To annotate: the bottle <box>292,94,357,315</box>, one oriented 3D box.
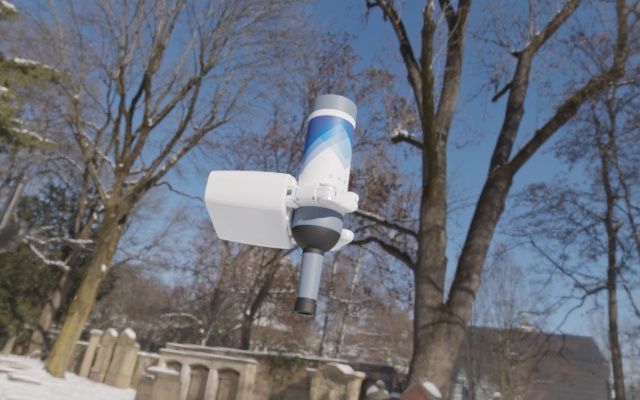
[{"bbox_3d":[0.000,0.002,0.635,0.069,0.295,0.069,7,-21,3],"label":"bottle"}]
